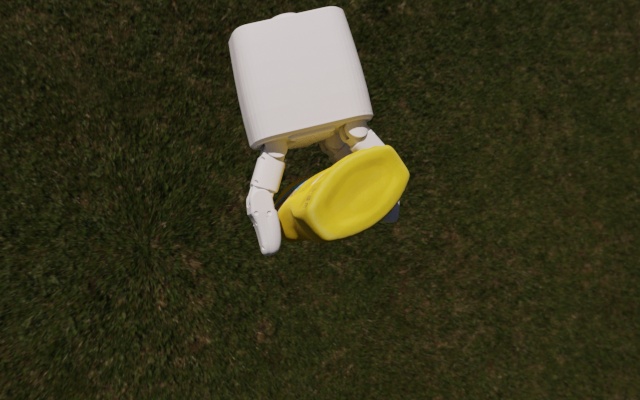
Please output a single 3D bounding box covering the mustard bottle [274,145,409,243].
[{"bbox_3d":[0.000,0.002,0.458,0.096,0.058,0.191,-40,9,-19],"label":"mustard bottle"}]
